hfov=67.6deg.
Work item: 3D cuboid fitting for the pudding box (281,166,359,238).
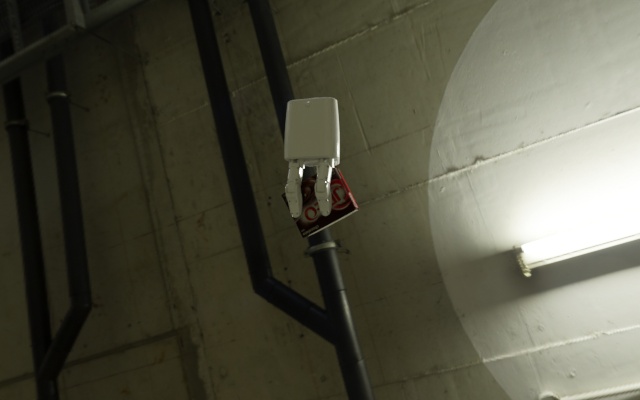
[{"bbox_3d":[0.000,0.003,0.852,0.113,0.090,0.039,-30,-10,16],"label":"pudding box"}]
